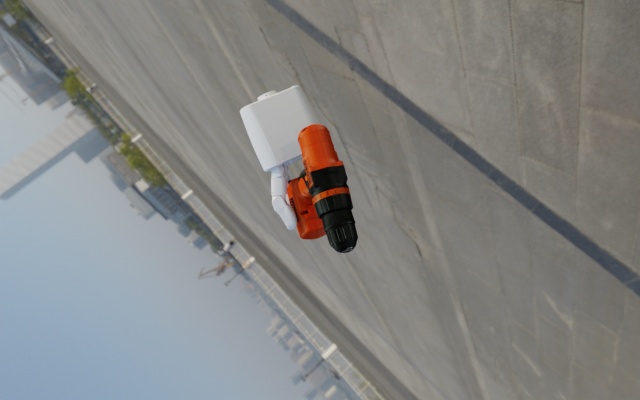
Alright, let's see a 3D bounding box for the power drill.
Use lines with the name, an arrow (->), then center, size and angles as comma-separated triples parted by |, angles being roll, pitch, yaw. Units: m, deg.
power drill -> 0.000, 0.002, 0.716 | 0.057, 0.184, 0.188 | -10, -15, -15
